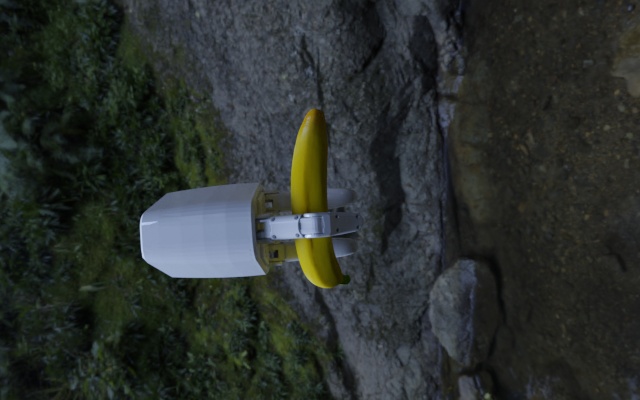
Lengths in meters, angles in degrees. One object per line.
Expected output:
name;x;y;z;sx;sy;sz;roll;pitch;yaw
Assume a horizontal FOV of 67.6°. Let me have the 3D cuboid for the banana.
banana;-0.005;0.011;0.478;0.037;0.198;0.069;-1;20;18
